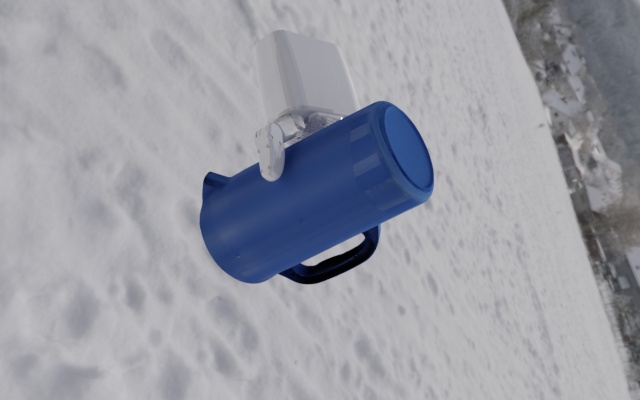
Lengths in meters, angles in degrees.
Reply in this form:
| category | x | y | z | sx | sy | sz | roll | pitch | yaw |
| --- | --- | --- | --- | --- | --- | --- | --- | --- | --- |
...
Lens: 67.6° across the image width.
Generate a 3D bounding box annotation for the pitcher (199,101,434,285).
| category | x | y | z | sx | sy | sz | roll | pitch | yaw |
| --- | --- | --- | --- | --- | --- | --- | --- | --- | --- |
| pitcher | 0.000 | 0.002 | 0.522 | 0.243 | 0.145 | 0.149 | -26 | -21 | 33 |
